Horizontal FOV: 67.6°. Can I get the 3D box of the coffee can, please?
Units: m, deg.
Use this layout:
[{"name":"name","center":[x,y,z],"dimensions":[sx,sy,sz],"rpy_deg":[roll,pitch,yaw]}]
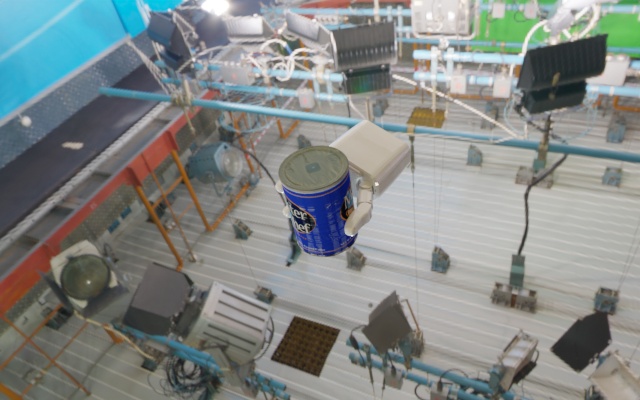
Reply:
[{"name":"coffee can","center":[0.000,0.002,0.729],"dimensions":[0.103,0.140,0.102],"rpy_deg":[-7,42,6]}]
